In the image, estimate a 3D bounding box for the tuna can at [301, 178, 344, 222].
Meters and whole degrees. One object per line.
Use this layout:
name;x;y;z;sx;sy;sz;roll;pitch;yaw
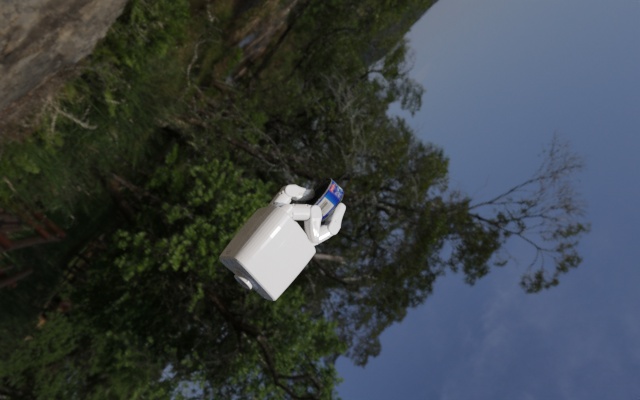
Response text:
tuna can;0.001;0.003;0.832;0.034;0.086;0.086;43;-13;-14
